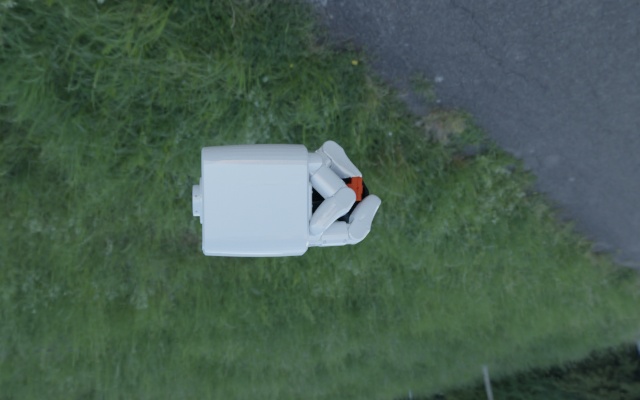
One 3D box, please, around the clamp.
[{"bbox_3d":[0.000,0.003,0.597,0.120,0.039,0.171,-1,-14,-13],"label":"clamp"}]
